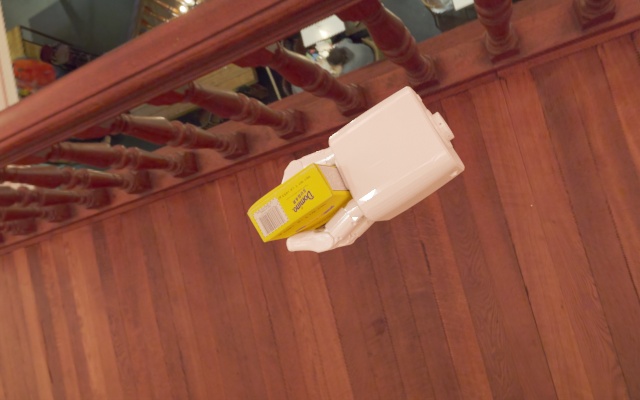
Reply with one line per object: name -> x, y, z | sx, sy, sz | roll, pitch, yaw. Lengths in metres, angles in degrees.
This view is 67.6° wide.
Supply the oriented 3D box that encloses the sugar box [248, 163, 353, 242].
sugar box -> 0.000, 0.002, 0.556 | 0.093, 0.048, 0.176 | -34, -14, 20
